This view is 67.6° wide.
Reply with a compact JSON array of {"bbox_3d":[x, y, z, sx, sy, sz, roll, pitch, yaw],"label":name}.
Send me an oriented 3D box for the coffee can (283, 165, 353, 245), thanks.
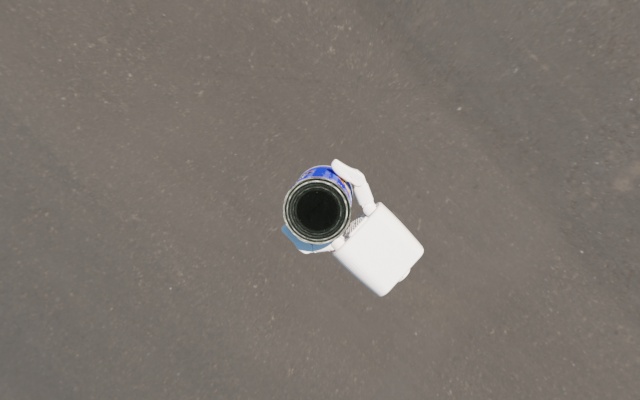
[{"bbox_3d":[0.000,0.002,0.769,0.103,0.103,0.140,0,11,5],"label":"coffee can"}]
